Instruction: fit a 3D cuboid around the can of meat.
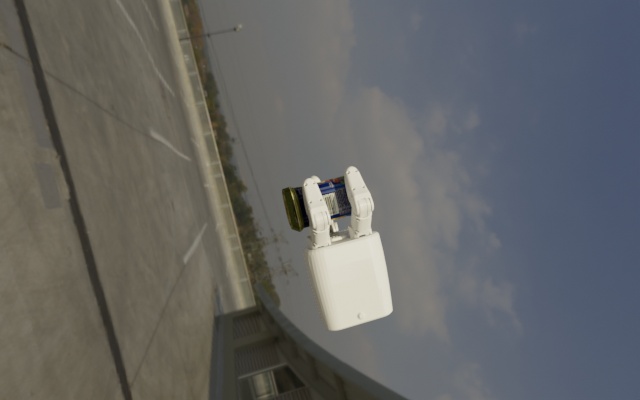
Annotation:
[{"bbox_3d":[0.000,0.002,0.627,0.084,0.057,0.102,-14,2,-11],"label":"can of meat"}]
